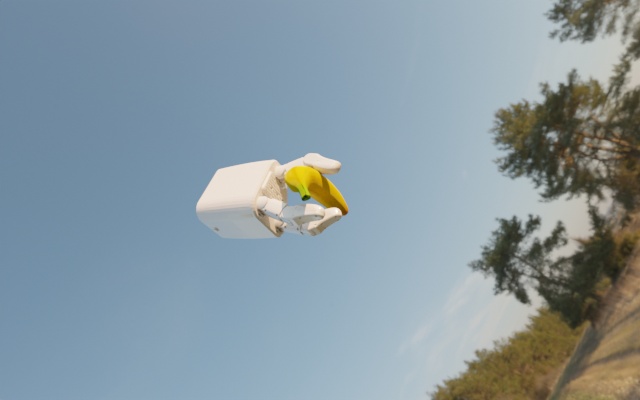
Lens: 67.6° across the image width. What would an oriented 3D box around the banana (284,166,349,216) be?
[{"bbox_3d":[-0.008,-0.015,0.701,0.037,0.069,0.198,-28,-15,15],"label":"banana"}]
